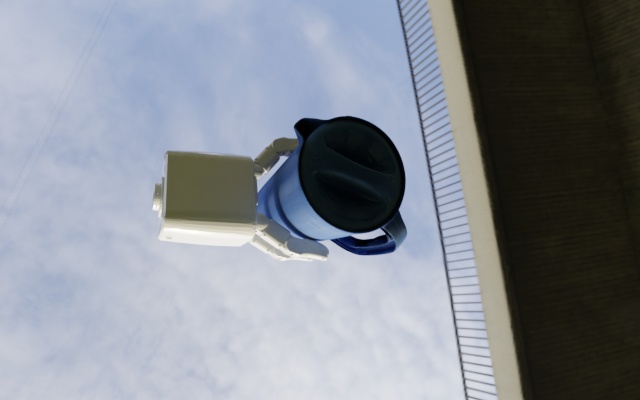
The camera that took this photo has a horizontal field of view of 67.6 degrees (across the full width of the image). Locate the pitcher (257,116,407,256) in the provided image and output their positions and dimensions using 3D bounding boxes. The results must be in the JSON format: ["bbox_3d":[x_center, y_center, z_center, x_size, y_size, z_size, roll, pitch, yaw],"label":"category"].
[{"bbox_3d":[0.000,0.002,0.625,0.145,0.149,0.243,3,-13,-22],"label":"pitcher"}]
